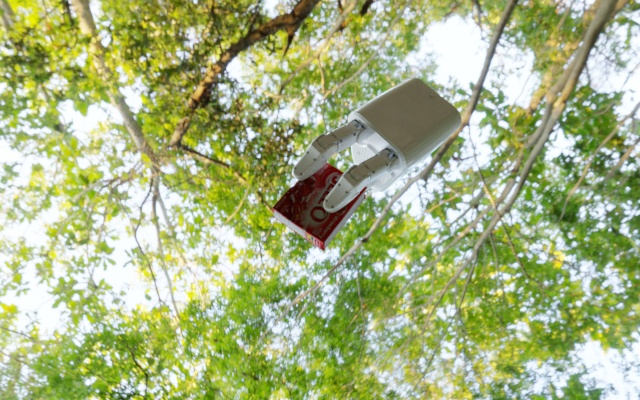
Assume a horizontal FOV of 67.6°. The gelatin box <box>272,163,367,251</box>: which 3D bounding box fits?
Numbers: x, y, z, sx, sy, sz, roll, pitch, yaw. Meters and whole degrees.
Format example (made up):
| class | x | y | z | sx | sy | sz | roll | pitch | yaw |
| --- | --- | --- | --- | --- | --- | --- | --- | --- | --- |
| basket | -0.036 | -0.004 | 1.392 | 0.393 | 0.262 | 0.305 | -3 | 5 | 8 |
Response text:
| class | x | y | z | sx | sy | sz | roll | pitch | yaw |
| --- | --- | --- | --- | --- | --- | --- | --- | --- | --- |
| gelatin box | 0.000 | 0.002 | 0.554 | 0.073 | 0.089 | 0.030 | 34 | -22 | 16 |
